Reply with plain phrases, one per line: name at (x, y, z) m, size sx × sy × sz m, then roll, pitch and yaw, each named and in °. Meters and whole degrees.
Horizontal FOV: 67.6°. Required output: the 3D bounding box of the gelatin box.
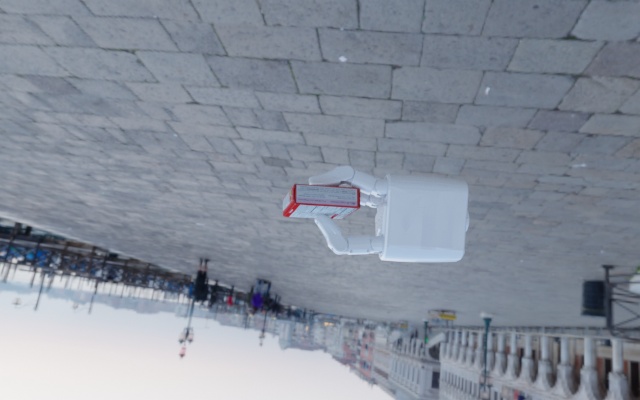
gelatin box at (0.000, 0.003, 0.632) m, size 0.089 × 0.030 × 0.073 m, roll 3°, pitch -14°, yaw -15°
